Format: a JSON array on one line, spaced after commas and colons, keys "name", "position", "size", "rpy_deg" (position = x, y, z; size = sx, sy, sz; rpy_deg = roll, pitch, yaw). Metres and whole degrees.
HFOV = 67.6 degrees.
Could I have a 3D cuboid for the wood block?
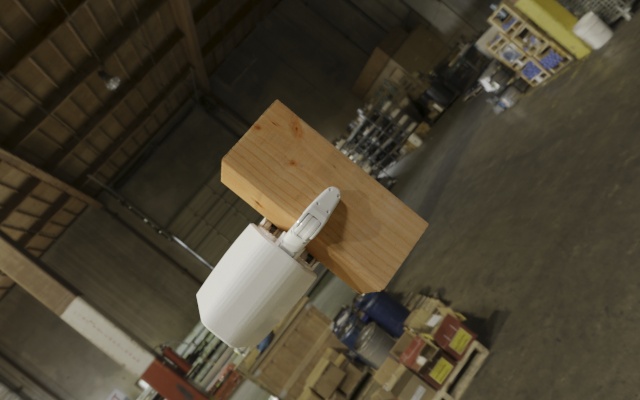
[{"name": "wood block", "position": [0.000, 0.002, 0.523], "size": [0.206, 0.090, 0.091], "rpy_deg": [39, -17, -2]}]
